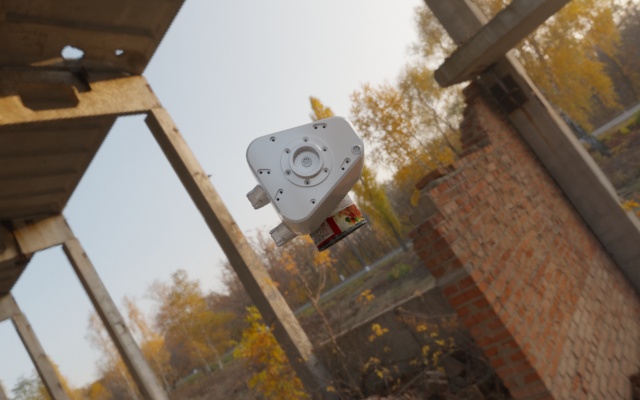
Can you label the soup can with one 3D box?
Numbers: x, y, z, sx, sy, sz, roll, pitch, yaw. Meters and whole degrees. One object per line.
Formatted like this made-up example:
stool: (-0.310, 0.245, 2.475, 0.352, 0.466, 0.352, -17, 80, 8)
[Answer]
soup can: (0.000, 0.002, 0.580, 0.068, 0.102, 0.068, -32, -8, -5)
